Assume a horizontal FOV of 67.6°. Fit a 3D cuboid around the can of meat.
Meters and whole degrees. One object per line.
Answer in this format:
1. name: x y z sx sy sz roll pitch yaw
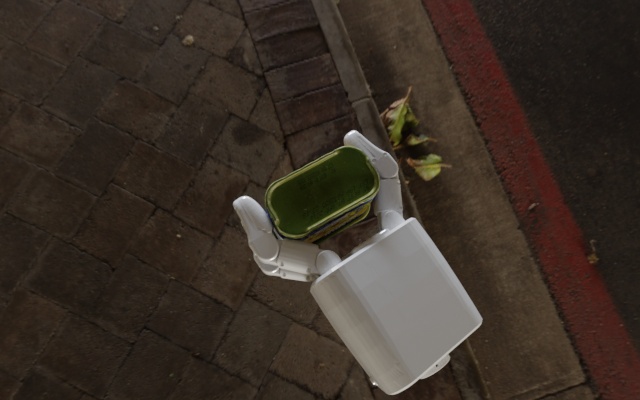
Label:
1. can of meat: 0.000 0.001 0.429 0.102 0.057 0.084 -30 -11 -9
